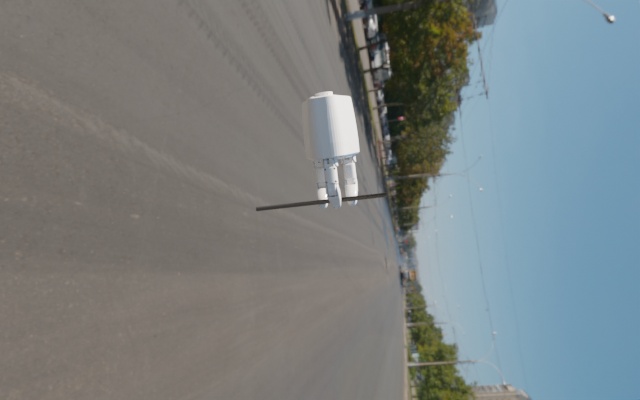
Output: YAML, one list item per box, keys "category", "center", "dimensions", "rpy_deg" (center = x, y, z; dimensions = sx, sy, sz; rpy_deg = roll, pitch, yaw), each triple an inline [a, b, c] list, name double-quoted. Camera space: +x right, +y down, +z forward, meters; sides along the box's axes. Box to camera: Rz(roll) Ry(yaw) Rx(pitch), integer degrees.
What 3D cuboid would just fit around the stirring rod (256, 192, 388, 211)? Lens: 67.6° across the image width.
- category: "stirring rod"
  center: [0.000, 0.003, 0.864]
  dimensions: [0.239, 0.011, 0.011]
  rpy_deg: [-6, -1, 8]
